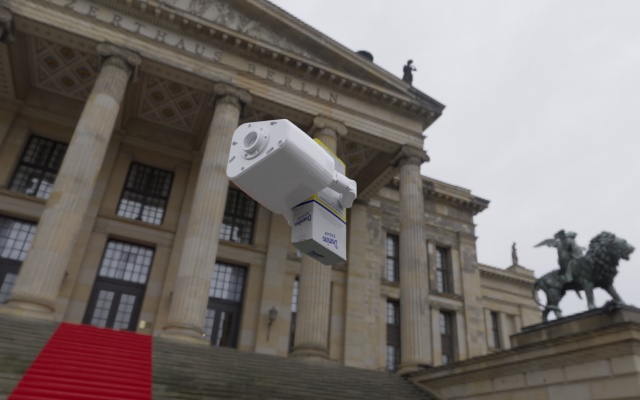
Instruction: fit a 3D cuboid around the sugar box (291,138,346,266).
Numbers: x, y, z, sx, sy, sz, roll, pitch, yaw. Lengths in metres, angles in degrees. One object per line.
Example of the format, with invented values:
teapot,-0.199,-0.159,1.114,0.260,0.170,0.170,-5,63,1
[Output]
sugar box,0.000,0.002,0.740,0.048,0.176,0.093,-16,-35,31
